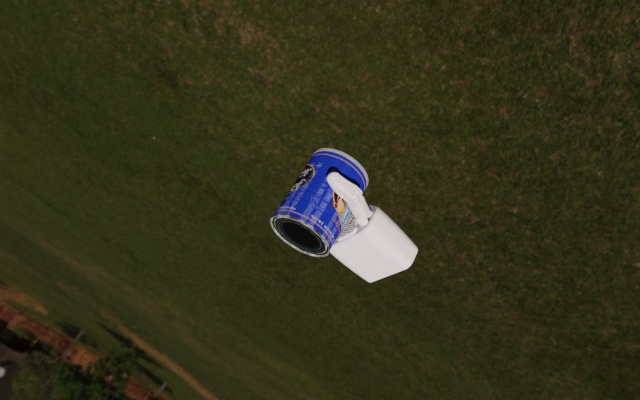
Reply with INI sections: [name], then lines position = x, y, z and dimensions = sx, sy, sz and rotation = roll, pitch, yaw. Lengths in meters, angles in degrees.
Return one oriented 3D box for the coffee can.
[coffee can]
position = 0.000, 0.002, 0.750
dimensions = 0.103, 0.140, 0.103
rotation = 24, -28, 14
